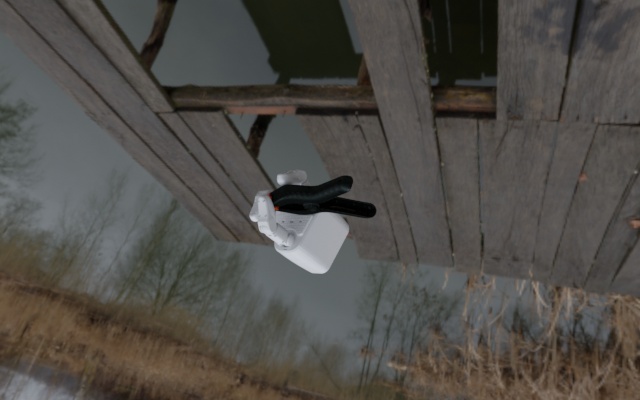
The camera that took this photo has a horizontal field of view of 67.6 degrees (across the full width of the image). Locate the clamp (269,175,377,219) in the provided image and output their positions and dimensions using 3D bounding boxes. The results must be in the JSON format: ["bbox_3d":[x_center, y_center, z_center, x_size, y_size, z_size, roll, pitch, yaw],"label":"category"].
[{"bbox_3d":[0.000,0.003,0.742,0.171,0.039,0.120,-4,-31,34],"label":"clamp"}]
